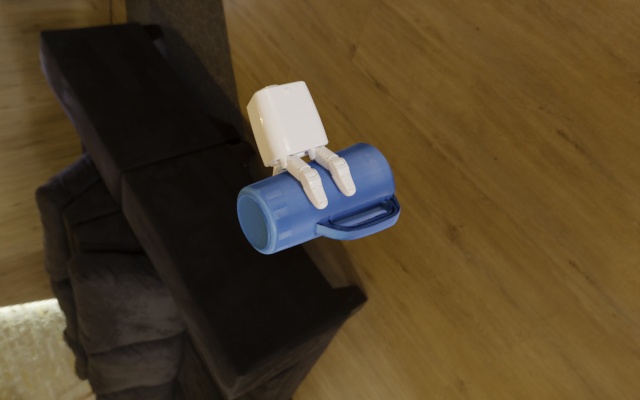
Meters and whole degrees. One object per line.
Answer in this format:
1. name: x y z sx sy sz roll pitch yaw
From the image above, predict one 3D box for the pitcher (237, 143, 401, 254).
1. pitcher: 0.000 0.002 0.767 0.243 0.145 0.149 -21 3 -33
